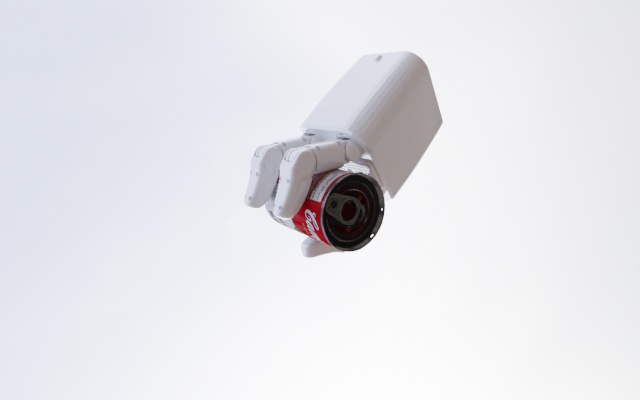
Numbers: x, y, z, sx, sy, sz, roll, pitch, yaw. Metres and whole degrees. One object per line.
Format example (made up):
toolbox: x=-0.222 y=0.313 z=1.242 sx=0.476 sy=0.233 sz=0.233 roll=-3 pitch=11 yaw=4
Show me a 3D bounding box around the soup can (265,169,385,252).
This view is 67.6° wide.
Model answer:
soup can: x=0.000 y=0.002 z=0.440 sx=0.068 sy=0.068 sz=0.102 roll=0 pitch=10 yaw=-36
